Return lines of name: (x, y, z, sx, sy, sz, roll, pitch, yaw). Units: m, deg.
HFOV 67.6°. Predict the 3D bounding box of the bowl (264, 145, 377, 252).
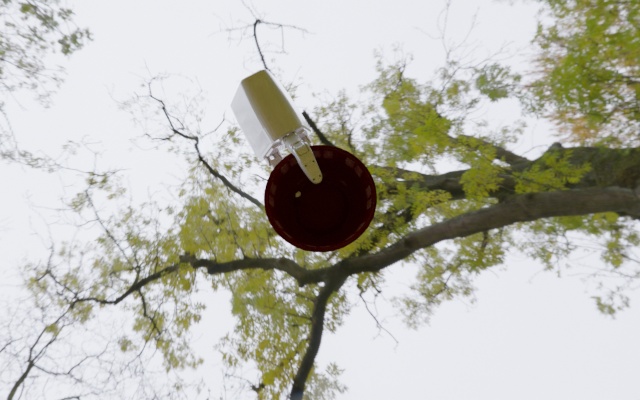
bowl: (0.000, 0.004, 0.703, 0.162, 0.162, 0.055, 0, -18, 1)
